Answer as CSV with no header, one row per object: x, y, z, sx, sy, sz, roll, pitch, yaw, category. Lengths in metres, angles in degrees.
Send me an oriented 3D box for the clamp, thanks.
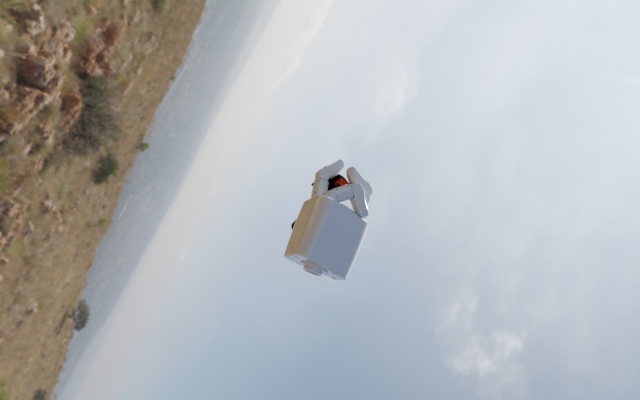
0.001,0.003,0.890,0.039,0.120,0.171,27,-18,-15,clamp
